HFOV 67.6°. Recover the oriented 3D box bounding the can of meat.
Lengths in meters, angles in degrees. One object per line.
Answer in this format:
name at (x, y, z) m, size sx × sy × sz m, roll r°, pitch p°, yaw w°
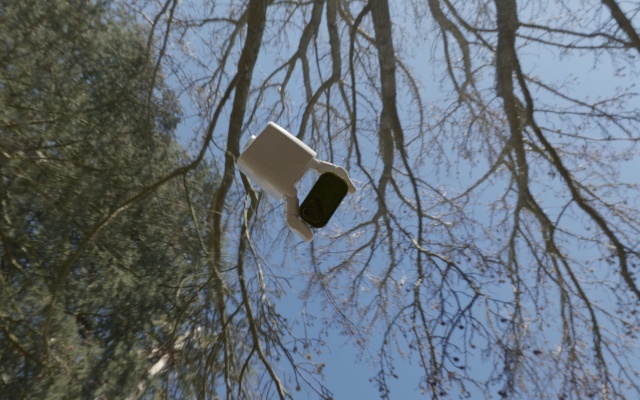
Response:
can of meat at (0.000, 0.003, 0.875) m, size 0.057 × 0.102 × 0.084 m, roll 34°, pitch -9°, yaw -3°
